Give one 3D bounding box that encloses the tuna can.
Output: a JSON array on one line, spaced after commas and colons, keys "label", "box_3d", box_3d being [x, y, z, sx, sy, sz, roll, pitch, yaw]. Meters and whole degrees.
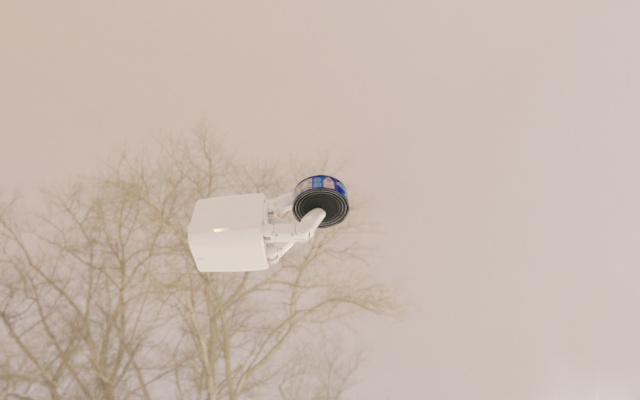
[{"label": "tuna can", "box_3d": [0.000, 0.002, 0.723, 0.086, 0.033, 0.086, -1, -44, -1]}]
